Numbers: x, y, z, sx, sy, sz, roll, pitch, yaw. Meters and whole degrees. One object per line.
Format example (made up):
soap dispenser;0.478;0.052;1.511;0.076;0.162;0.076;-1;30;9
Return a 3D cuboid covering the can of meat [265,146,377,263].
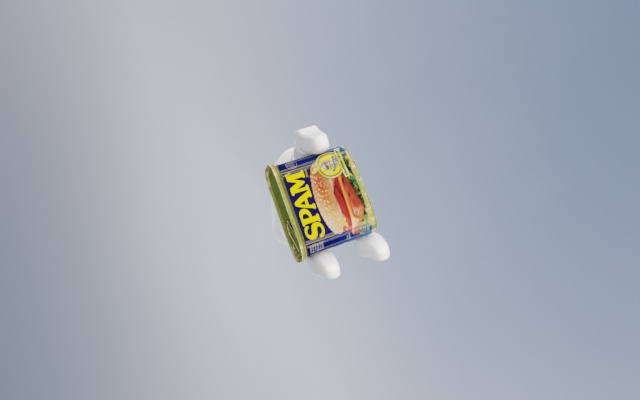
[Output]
can of meat;0.000;0.001;0.489;0.084;0.102;0.057;-18;-6;-15
